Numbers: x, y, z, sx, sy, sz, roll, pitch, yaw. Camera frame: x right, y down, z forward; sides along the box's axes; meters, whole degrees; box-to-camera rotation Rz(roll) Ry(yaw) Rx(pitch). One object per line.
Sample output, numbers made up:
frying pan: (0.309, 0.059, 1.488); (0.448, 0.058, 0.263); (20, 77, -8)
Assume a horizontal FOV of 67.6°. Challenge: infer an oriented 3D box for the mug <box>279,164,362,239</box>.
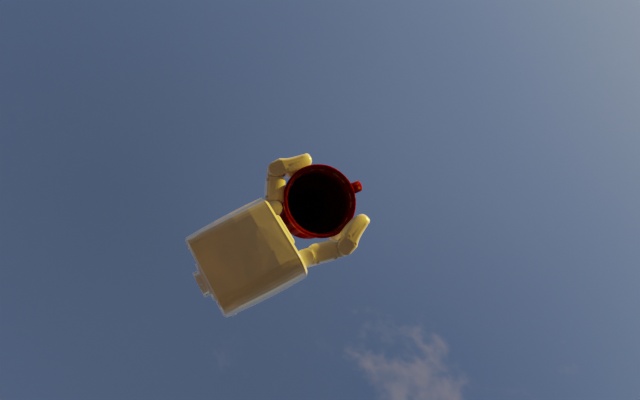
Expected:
mug: (0.001, 0.001, 0.629); (0.117, 0.093, 0.081); (-25, -2, -18)
